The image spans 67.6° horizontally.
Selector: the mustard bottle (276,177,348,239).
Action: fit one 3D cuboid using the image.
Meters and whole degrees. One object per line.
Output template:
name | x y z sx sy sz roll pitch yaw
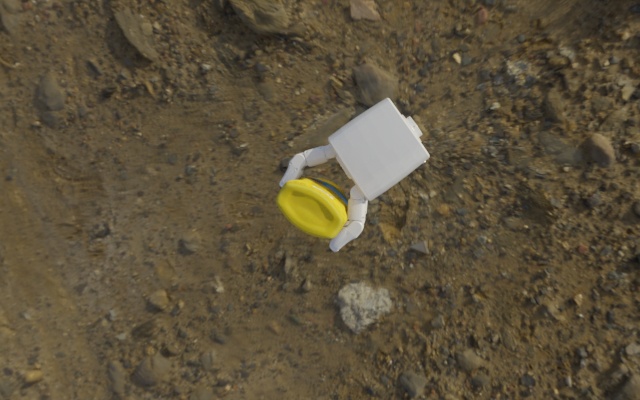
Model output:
mustard bottle | 0.000 0.003 0.714 0.096 0.058 0.191 32 11 4
